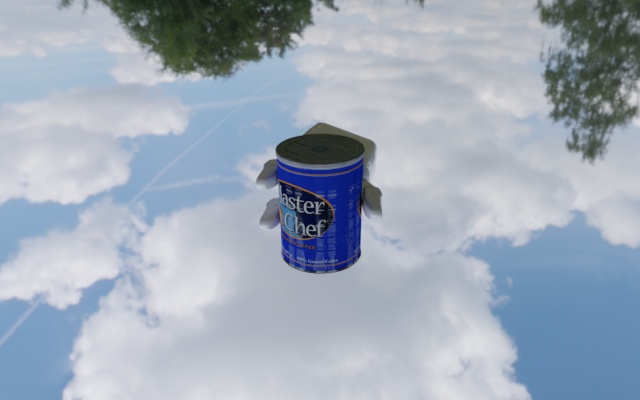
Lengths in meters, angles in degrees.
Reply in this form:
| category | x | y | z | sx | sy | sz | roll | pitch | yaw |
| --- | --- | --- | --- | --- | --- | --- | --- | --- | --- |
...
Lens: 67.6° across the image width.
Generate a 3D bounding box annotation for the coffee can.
| category | x | y | z | sx | sy | sz | roll | pitch | yaw |
| --- | --- | --- | --- | --- | --- | --- | --- | --- | --- |
| coffee can | 0.000 | 0.002 | 0.577 | 0.103 | 0.140 | 0.102 | 0 | 26 | 0 |
